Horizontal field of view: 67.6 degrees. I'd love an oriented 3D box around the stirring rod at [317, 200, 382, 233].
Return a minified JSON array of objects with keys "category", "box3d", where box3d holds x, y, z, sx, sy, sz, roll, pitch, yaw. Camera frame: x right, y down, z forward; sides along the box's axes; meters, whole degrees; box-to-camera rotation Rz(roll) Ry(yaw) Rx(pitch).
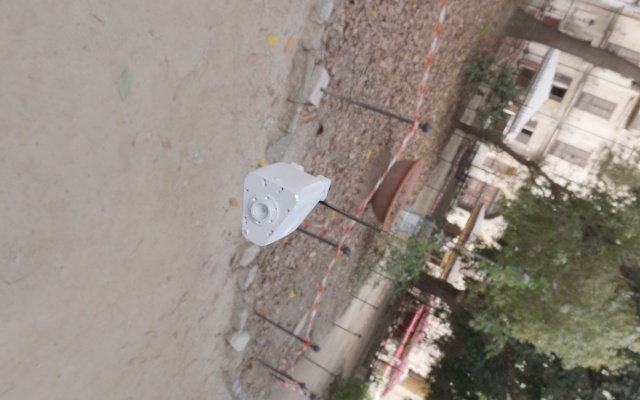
[{"category":"stirring rod","box3d":[0.000,0.003,0.863,0.239,0.011,0.011,26,6,13]}]
